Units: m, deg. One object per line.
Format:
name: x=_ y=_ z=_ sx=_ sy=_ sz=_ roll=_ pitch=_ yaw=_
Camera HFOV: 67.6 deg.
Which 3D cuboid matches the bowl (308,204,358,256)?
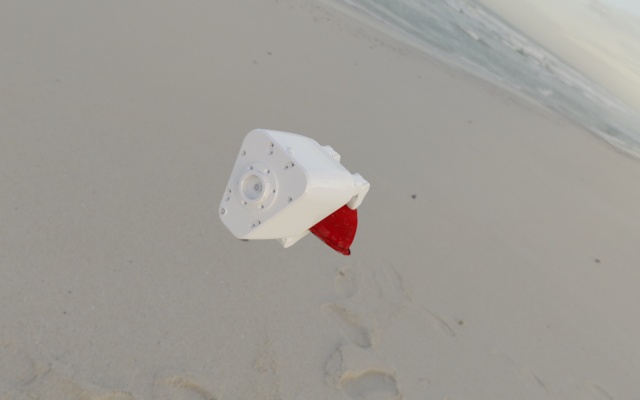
bowl: x=0.001 y=0.002 z=0.669 sx=0.162 sy=0.055 sz=0.162 roll=43 pitch=6 yaw=-6
